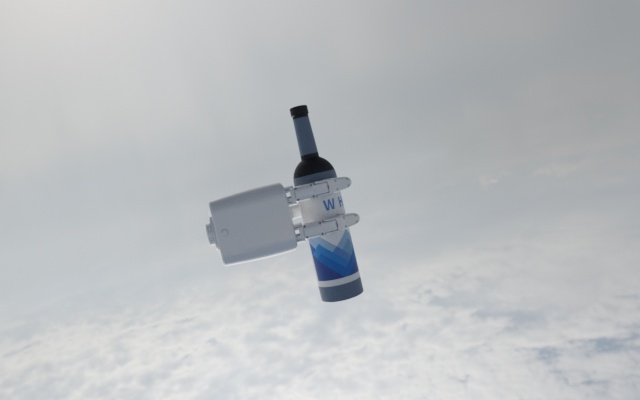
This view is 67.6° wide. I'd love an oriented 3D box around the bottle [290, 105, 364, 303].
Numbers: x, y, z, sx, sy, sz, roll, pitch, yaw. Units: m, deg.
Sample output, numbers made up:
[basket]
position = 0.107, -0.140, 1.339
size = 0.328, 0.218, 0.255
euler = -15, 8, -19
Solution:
[bottle]
position = 0.000, 0.003, 0.725
size = 0.069, 0.296, 0.069
euler = -13, 2, 1
